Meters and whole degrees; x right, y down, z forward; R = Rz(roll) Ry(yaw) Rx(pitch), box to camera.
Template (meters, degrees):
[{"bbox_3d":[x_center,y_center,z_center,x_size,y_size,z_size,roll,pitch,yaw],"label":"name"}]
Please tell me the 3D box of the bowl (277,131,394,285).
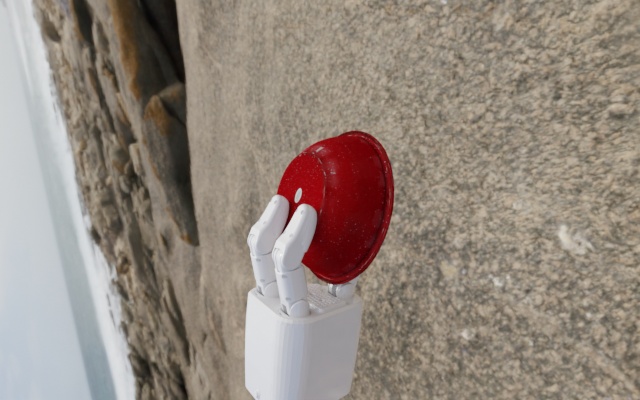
[{"bbox_3d":[0.000,0.000,0.483,0.055,0.162,0.162,12,-7,-33],"label":"bowl"}]
